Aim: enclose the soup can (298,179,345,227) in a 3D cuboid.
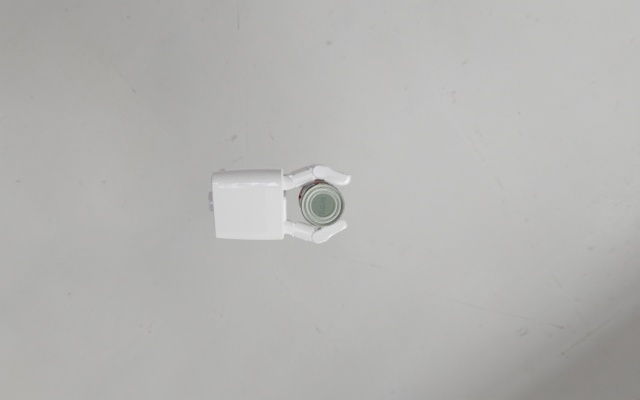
[{"bbox_3d":[0.001,0.003,0.753,0.068,0.068,0.102,0,5,-4],"label":"soup can"}]
